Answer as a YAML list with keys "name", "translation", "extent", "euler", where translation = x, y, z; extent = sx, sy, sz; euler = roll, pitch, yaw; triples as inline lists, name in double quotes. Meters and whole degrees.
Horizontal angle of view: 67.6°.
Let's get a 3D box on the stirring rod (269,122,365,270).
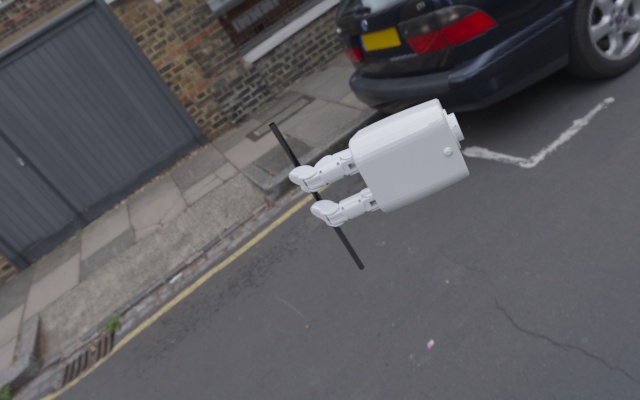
- name: "stirring rod"
  translation: [0.000, 0.002, 0.613]
  extent: [0.011, 0.240, 0.011]
  euler: [-25, 26, 14]
